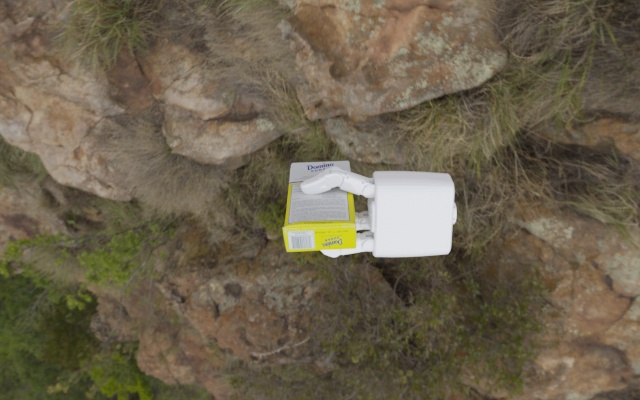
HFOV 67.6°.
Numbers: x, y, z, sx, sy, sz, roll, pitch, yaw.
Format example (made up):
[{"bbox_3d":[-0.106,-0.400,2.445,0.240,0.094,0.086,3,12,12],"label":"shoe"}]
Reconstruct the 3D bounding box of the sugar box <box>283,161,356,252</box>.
[{"bbox_3d":[0.000,0.003,0.675,0.093,0.048,0.176,-2,29,2],"label":"sugar box"}]
